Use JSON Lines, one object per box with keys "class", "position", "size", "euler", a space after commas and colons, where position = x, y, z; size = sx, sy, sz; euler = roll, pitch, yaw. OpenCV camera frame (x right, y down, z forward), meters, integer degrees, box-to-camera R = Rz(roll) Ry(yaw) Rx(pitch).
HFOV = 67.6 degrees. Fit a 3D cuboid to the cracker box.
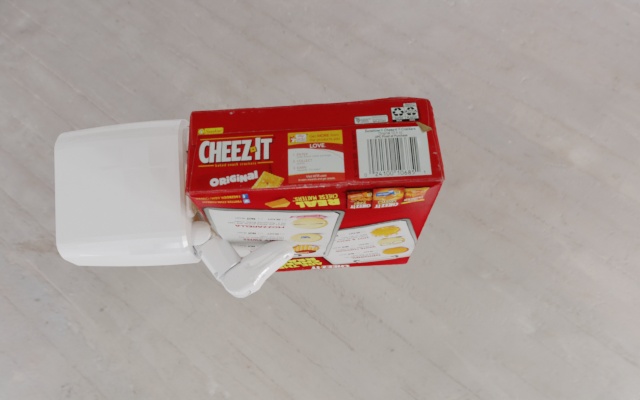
{"class": "cracker box", "position": [0.000, 0.001, 0.402], "size": [0.164, 0.072, 0.214], "euler": [-4, -21, 2]}
